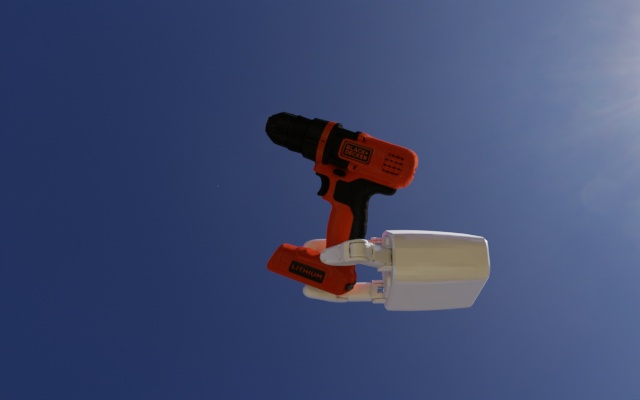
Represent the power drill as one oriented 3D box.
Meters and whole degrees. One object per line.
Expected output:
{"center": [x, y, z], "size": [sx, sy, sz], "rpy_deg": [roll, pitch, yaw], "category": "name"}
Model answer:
{"center": [0.000, 0.002, 0.559], "size": [0.184, 0.187, 0.057], "rpy_deg": [19, 7, 13], "category": "power drill"}
